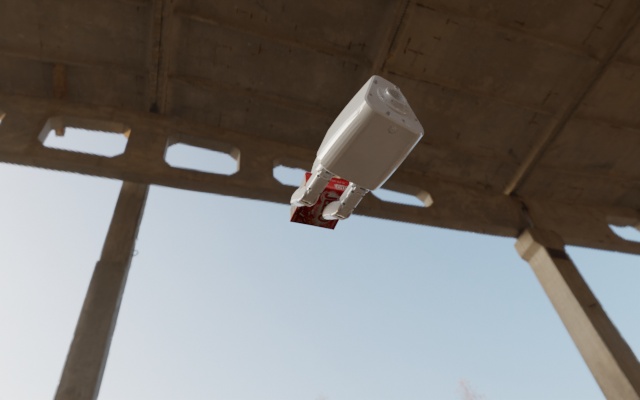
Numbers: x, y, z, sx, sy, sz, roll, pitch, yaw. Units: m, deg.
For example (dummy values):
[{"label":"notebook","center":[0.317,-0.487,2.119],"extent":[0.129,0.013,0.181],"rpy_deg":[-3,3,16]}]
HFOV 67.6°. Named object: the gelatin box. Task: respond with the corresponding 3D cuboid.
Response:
[{"label":"gelatin box","center":[0.000,0.002,0.719],"extent":[0.073,0.030,0.089],"rpy_deg":[11,-45,-15]}]
